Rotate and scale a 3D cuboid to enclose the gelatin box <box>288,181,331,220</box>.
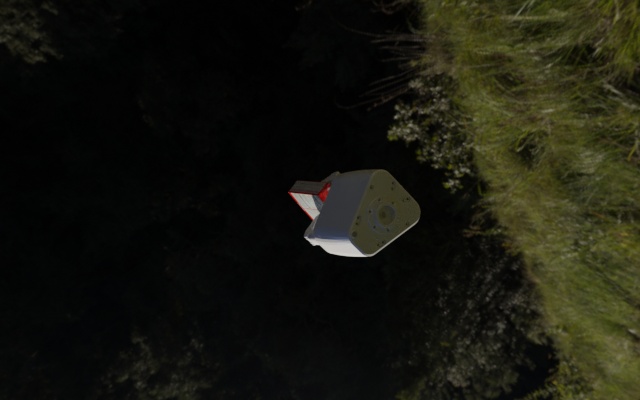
[{"bbox_3d":[0.000,0.003,0.771,0.089,0.030,0.073,5,-38,53],"label":"gelatin box"}]
